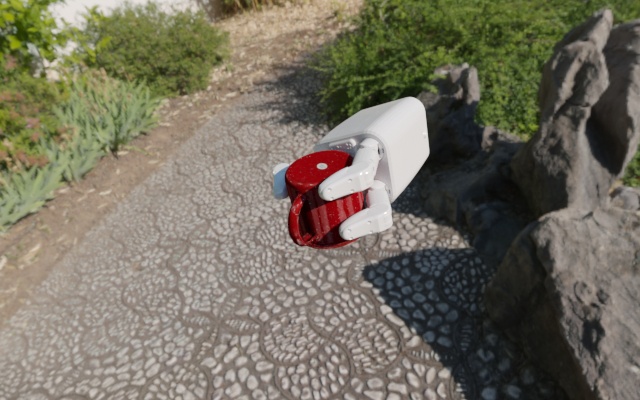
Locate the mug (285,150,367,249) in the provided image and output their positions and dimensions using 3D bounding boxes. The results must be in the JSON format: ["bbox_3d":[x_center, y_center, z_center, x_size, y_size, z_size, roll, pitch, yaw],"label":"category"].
[{"bbox_3d":[-0.001,0.002,0.536,0.093,0.081,0.117,11,39,35],"label":"mug"}]
